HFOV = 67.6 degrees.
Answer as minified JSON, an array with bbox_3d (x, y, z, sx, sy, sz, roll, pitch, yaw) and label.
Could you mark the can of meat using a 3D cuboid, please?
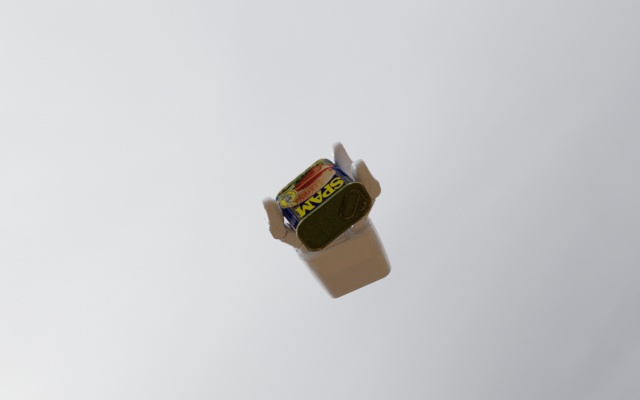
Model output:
[{"bbox_3d":[0.000,0.002,0.611,0.102,0.057,0.084,-38,39,-4],"label":"can of meat"}]
